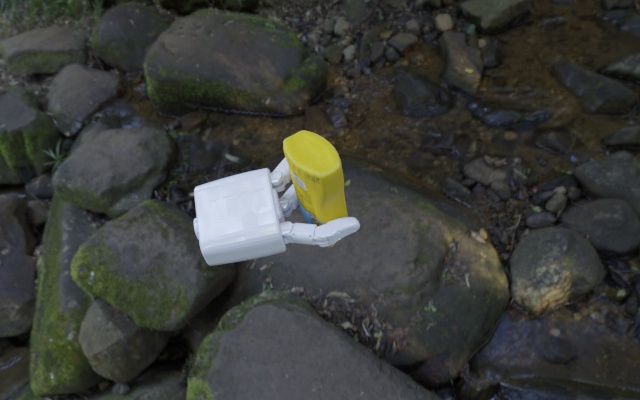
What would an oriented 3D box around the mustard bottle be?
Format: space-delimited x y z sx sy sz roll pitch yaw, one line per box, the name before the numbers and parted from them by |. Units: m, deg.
mustard bottle | 0.000 0.002 0.662 0.058 0.192 0.096 -31 50 -18
